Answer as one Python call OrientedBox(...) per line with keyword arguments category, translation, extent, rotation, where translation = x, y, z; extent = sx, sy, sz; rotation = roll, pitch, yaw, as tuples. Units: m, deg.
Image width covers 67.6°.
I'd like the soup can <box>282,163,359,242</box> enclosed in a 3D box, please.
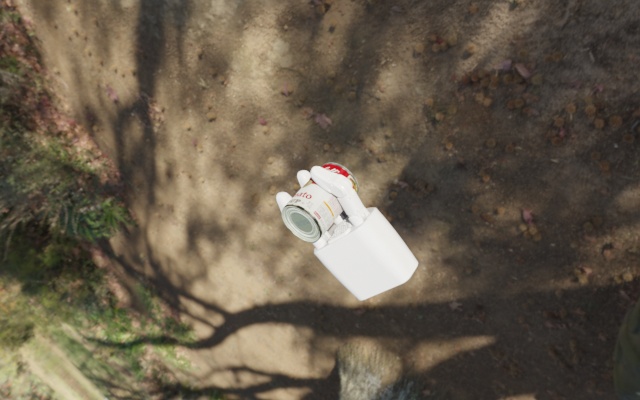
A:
OrientedBox(category="soup can", translation=(0.000, 0.002, 0.681), extent=(0.068, 0.068, 0.102), rotation=(0, 38, 44))
